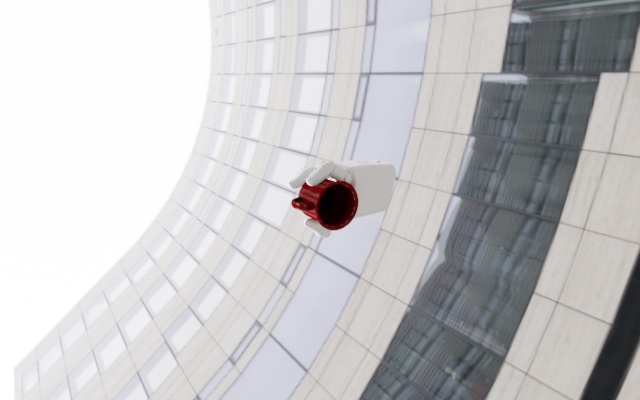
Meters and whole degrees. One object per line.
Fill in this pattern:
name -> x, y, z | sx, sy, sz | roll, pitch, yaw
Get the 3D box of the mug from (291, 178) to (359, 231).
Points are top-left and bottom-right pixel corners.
mug -> -0.001, 0.003, 0.889 | 0.117, 0.093, 0.081 | -9, 17, -30
